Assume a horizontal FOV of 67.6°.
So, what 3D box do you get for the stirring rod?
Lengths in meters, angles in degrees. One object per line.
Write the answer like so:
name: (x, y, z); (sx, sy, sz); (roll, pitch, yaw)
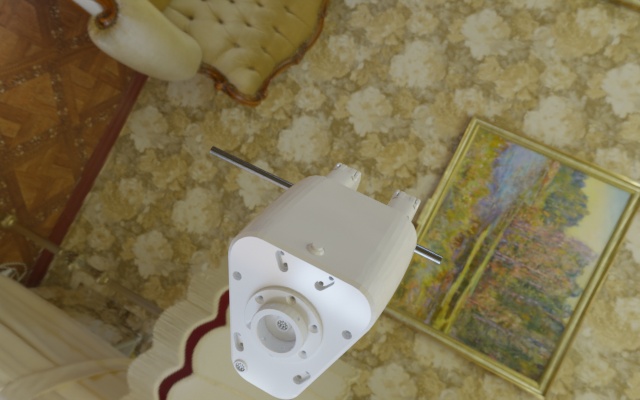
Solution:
stirring rod: (0.000, 0.001, 0.445); (0.239, 0.011, 0.011); (26, 5, 11)
